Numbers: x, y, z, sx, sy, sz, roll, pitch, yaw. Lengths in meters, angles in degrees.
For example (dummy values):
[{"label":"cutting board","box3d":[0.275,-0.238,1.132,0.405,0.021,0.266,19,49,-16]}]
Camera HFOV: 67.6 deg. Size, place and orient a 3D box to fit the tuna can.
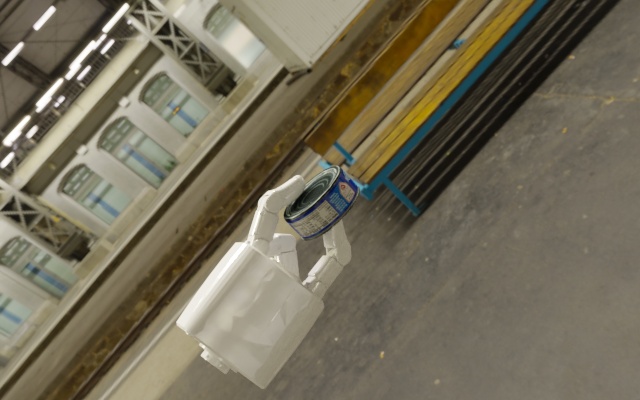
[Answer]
[{"label":"tuna can","box3d":[0.000,0.001,0.525,0.034,0.086,0.086,47,-17,-17]}]
